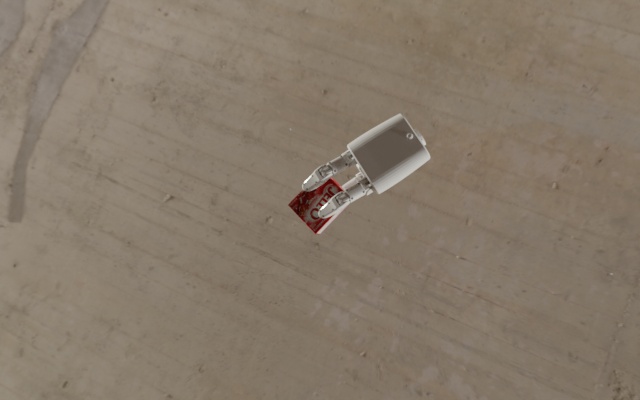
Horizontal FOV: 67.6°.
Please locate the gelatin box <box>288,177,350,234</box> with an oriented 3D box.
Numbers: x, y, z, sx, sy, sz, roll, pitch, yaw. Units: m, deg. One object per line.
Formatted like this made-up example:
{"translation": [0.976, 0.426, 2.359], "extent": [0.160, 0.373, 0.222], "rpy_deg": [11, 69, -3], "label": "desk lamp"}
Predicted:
{"translation": [0.000, 0.003, 0.827], "extent": [0.073, 0.089, 0.030], "rpy_deg": [46, 7, 14], "label": "gelatin box"}
